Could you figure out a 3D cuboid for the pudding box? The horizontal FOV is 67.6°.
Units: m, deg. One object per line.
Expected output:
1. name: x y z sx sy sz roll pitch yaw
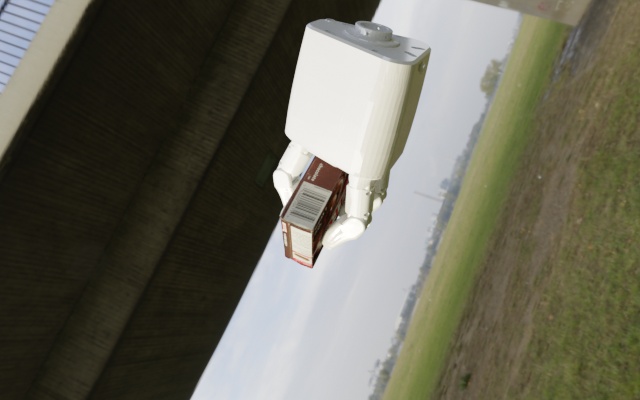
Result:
1. pudding box: 0.000 0.002 0.497 0.039 0.113 0.090 23 -28 13
